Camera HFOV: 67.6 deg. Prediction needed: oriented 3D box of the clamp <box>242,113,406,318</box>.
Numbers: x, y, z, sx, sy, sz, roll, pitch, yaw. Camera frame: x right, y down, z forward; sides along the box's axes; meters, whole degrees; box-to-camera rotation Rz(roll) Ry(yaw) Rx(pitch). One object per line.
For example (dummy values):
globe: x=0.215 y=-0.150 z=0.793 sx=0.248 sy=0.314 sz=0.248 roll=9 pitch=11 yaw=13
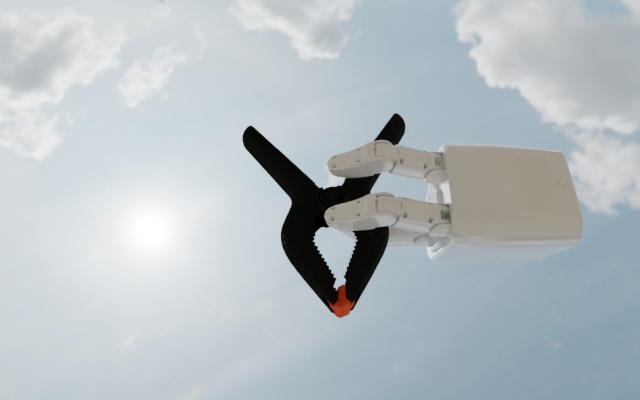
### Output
clamp: x=0.000 y=0.002 z=0.440 sx=0.164 sy=0.209 sz=0.036 roll=0 pitch=-33 yaw=4
